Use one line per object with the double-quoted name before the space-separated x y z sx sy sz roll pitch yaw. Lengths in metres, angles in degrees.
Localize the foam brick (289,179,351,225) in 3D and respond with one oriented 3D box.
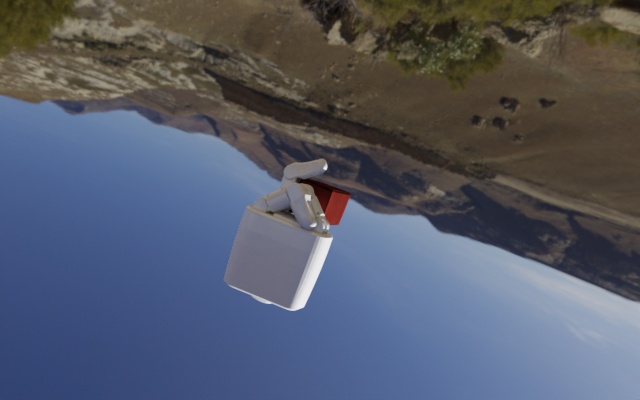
"foam brick" 0.000 0.002 0.677 0.053 0.051 0.078 22 5 22
